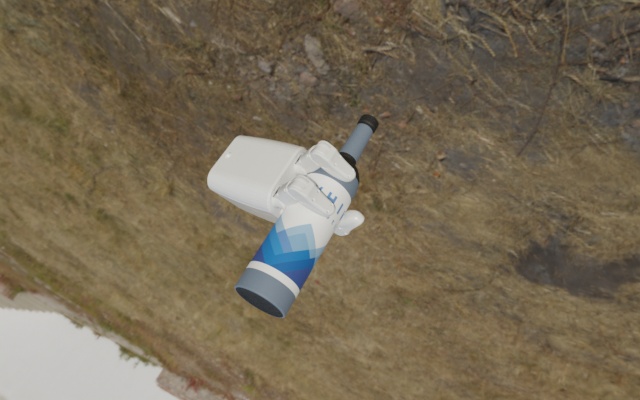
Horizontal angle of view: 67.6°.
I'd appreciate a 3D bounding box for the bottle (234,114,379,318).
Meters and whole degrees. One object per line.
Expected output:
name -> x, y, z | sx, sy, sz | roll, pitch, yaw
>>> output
bottle -> 0.000, 0.002, 0.600 | 0.069, 0.295, 0.069 | 25, -27, 14
